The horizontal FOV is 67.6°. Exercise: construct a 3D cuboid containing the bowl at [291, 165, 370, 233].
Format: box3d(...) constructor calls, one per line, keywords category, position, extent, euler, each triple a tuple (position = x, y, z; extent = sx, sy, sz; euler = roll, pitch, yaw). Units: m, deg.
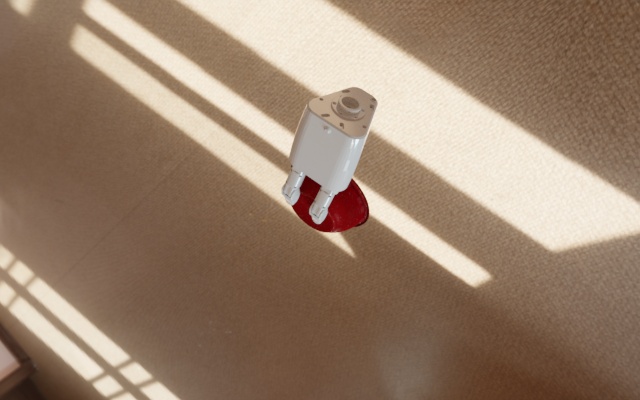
box3d(category="bowl", position=(0.000, 0.004, 0.803), extent=(0.162, 0.162, 0.055), euler=(0, 42, 50))
